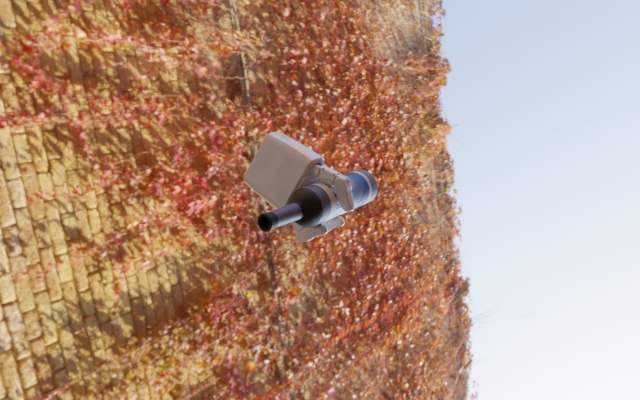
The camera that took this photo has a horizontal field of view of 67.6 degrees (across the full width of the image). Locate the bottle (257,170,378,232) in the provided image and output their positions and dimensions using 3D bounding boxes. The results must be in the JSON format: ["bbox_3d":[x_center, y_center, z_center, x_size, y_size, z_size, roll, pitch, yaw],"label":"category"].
[{"bbox_3d":[0.000,0.003,0.807,0.069,0.069,0.295,0,12,34],"label":"bottle"}]
